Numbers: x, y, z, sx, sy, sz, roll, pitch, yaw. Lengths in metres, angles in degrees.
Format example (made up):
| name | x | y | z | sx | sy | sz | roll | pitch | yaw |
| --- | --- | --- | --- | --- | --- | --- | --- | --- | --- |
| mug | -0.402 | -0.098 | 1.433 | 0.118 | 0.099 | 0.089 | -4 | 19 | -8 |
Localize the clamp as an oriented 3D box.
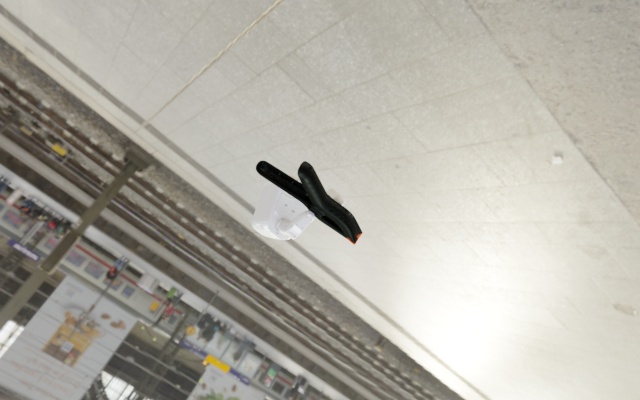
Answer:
| name | x | y | z | sx | sy | sz | roll | pitch | yaw |
| --- | --- | --- | --- | --- | --- | --- | --- | --- | --- |
| clamp | 0.000 | 0.004 | 0.775 | 0.210 | 0.036 | 0.164 | 41 | -15 | -20 |
